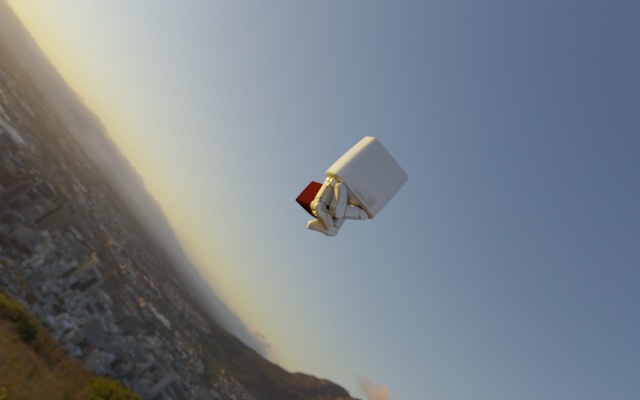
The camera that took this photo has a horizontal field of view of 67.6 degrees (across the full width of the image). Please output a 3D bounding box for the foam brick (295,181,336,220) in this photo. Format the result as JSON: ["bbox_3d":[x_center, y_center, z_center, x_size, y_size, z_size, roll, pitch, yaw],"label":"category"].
[{"bbox_3d":[0.000,0.003,0.898,0.053,0.051,0.078,45,-12,-28],"label":"foam brick"}]
